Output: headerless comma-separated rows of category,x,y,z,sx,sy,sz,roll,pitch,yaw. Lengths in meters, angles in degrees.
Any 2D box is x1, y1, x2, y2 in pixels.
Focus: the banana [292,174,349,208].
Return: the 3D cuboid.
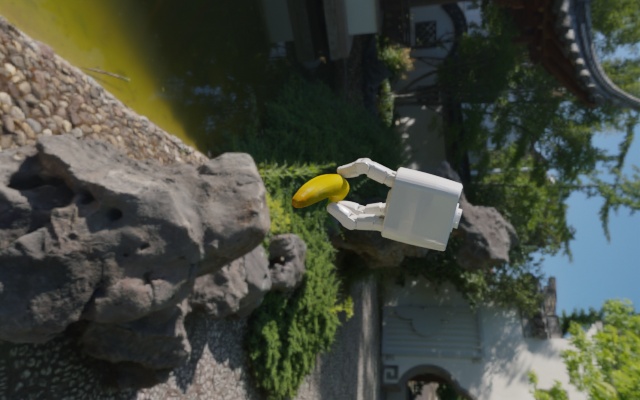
banana,0.010,-0.013,0.788,0.037,0.069,0.198,32,7,17
